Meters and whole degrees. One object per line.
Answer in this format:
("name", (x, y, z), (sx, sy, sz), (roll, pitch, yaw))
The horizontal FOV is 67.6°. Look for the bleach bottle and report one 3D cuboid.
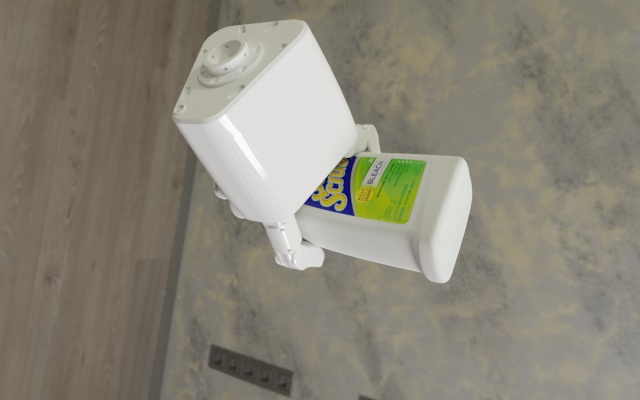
("bleach bottle", (0.000, 0.001, 0.437), (0.251, 0.102, 0.068), (6, -35, 30))
